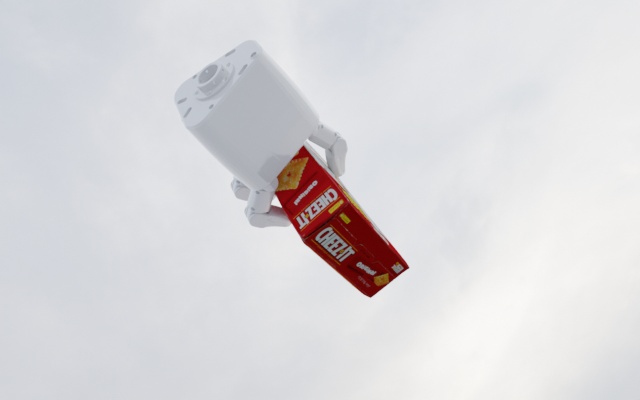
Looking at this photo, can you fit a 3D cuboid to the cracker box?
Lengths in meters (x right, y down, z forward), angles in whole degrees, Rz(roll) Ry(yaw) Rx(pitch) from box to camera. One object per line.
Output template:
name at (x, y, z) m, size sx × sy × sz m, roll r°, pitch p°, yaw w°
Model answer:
cracker box at (0.000, 0.002, 0.599) m, size 0.164 × 0.072 × 0.213 m, roll 44°, pitch 7°, yaw -44°
